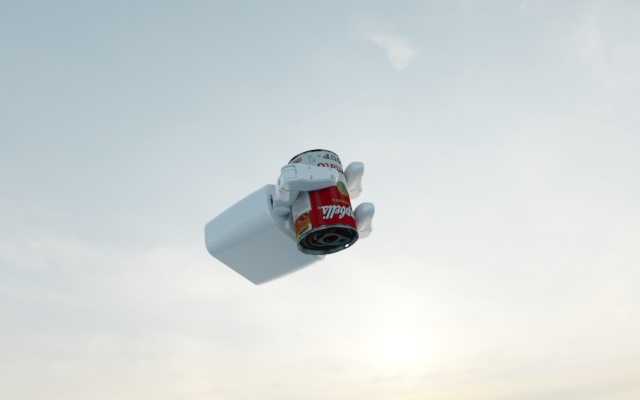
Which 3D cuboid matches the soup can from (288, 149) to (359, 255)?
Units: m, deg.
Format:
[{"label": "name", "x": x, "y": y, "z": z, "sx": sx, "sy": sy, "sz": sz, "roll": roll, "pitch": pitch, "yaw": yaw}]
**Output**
[{"label": "soup can", "x": 0.000, "y": 0.001, "z": 0.538, "sx": 0.068, "sy": 0.102, "sz": 0.068, "roll": -8, "pitch": -30, "yaw": -5}]
